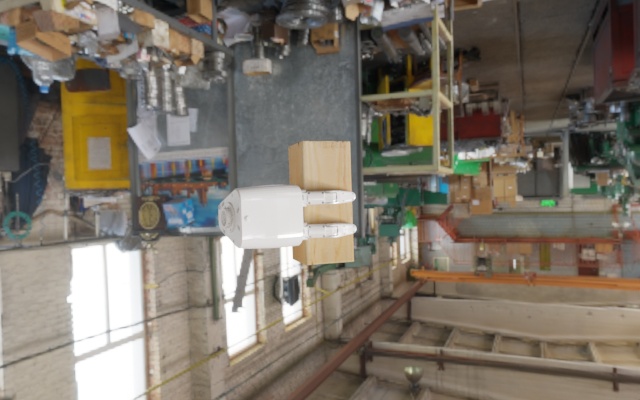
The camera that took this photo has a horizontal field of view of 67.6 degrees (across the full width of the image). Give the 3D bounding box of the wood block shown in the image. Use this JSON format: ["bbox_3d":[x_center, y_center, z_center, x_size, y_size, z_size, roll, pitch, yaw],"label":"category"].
[{"bbox_3d":[0.000,0.003,0.843,0.090,0.206,0.091,-2,1,-19],"label":"wood block"}]
